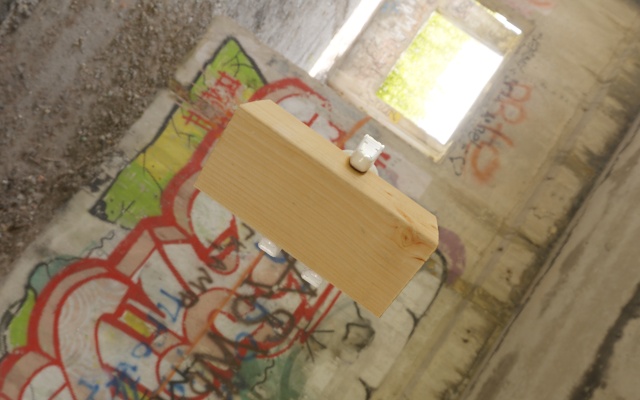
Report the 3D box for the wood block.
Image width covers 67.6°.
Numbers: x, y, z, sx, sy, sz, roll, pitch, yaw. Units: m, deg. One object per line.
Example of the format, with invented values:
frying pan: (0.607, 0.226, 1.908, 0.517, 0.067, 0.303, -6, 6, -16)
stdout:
wood block: (0.000, 0.001, 0.454, 0.206, 0.091, 0.090, 35, 19, 1)
